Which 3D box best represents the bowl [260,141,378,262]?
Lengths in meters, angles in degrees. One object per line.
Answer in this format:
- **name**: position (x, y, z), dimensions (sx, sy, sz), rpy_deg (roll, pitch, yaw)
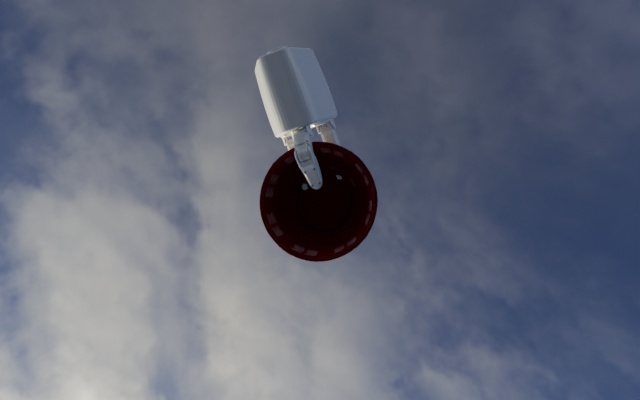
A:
- **bowl**: position (0.000, 0.004, 0.665), dimensions (0.162, 0.162, 0.055), rpy_deg (0, -2, 10)
